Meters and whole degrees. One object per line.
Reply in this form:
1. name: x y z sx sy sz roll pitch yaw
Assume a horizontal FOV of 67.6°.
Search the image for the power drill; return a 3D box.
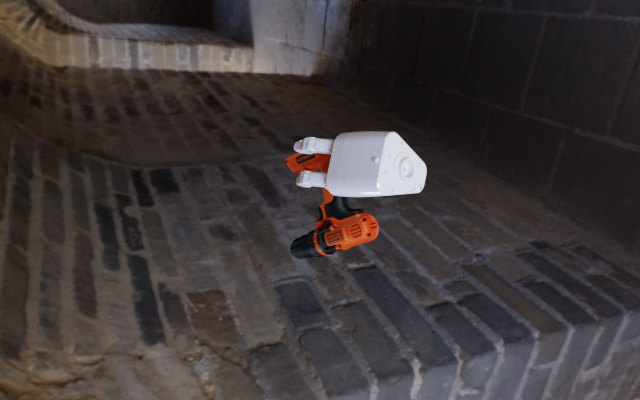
1. power drill: 0.000 0.002 0.838 0.184 0.187 0.057 -20 -6 35
